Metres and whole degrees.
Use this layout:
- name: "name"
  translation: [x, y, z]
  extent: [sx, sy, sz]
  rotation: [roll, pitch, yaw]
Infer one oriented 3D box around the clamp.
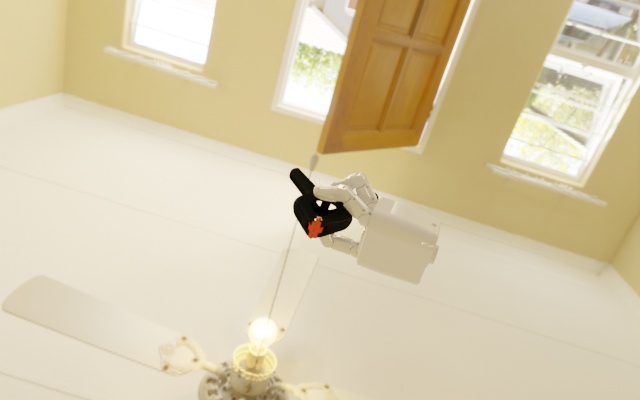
- name: "clamp"
  translation: [0.000, 0.004, 0.775]
  extent: [0.164, 0.036, 0.210]
  rotation: [20, 23, 10]
